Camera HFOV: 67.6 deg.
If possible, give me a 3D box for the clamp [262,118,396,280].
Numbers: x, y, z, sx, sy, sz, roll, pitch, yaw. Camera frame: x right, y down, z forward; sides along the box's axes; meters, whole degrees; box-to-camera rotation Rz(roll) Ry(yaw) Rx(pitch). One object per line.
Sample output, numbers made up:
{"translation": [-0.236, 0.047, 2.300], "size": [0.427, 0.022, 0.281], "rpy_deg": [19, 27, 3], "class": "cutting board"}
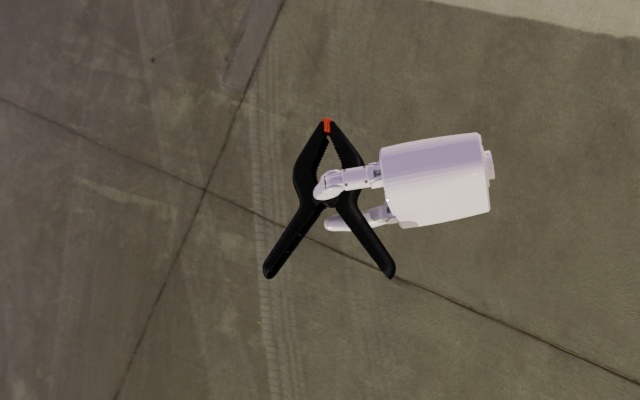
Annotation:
{"translation": [0.000, 0.001, 0.594], "size": [0.164, 0.210, 0.036], "rpy_deg": [-9, -16, 14], "class": "clamp"}
